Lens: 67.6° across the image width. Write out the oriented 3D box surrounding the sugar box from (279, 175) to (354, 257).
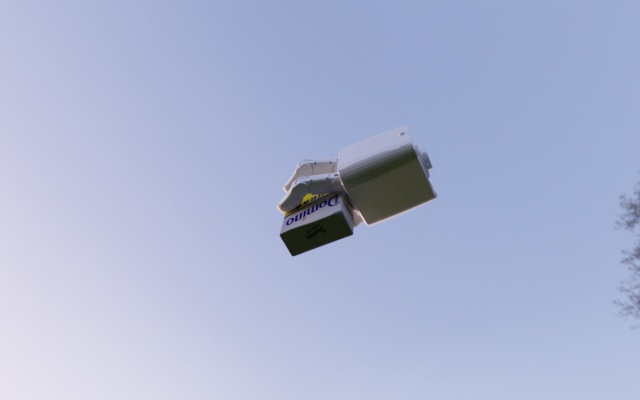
[{"bbox_3d":[0.000,0.002,0.690,0.093,0.048,0.176,-22,23,15],"label":"sugar box"}]
